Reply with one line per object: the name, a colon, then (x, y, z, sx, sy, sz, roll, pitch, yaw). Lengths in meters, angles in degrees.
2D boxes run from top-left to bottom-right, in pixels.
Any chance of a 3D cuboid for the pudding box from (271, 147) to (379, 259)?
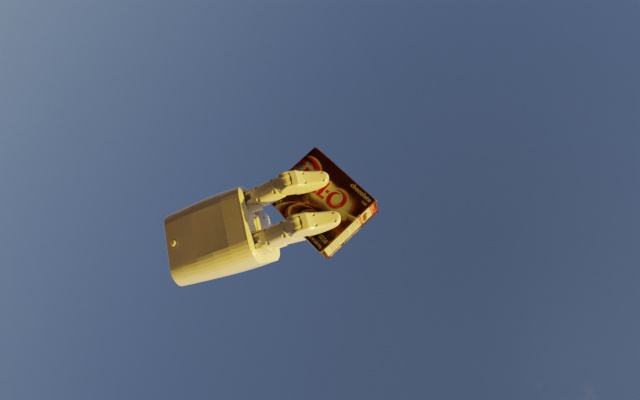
pudding box: (0.000, 0.002, 0.581, 0.113, 0.090, 0.039, 44, -7, 24)
